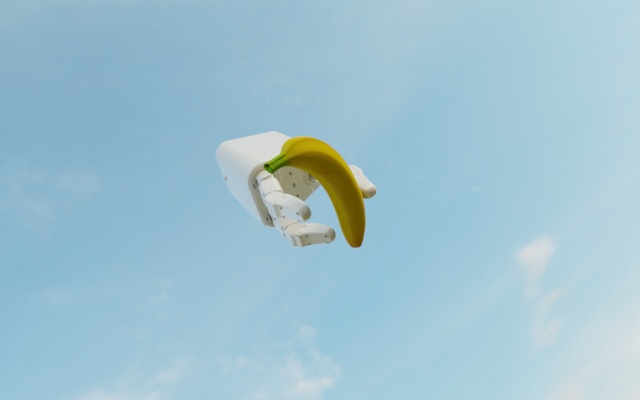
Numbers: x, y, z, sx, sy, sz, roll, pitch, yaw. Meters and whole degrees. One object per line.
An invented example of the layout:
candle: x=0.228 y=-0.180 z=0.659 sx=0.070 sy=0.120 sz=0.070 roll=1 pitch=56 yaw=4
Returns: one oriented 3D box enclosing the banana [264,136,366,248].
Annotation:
banana: x=0.009 y=-0.015 z=0.531 sx=0.037 sy=0.069 sz=0.198 roll=29 pitch=-9 yaw=43
